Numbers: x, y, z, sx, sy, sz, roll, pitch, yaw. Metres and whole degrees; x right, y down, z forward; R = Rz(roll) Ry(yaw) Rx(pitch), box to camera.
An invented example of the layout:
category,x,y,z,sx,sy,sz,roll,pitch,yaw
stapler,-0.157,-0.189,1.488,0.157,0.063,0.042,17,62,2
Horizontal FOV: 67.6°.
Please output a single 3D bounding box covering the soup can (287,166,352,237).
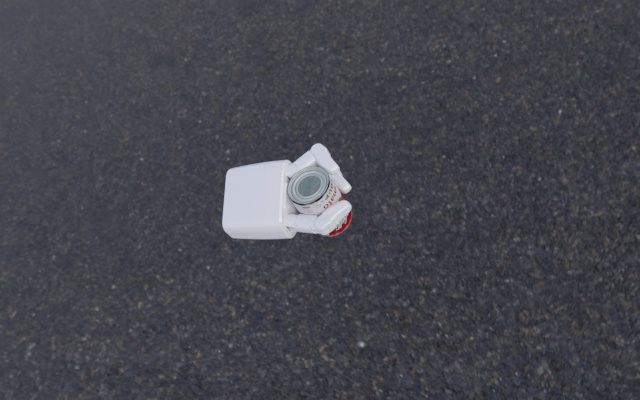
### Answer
category,x,y,z,sx,sy,sz,roll,pitch,yaw
soup can,0.000,0.002,0.724,0.068,0.068,0.102,0,-30,25
